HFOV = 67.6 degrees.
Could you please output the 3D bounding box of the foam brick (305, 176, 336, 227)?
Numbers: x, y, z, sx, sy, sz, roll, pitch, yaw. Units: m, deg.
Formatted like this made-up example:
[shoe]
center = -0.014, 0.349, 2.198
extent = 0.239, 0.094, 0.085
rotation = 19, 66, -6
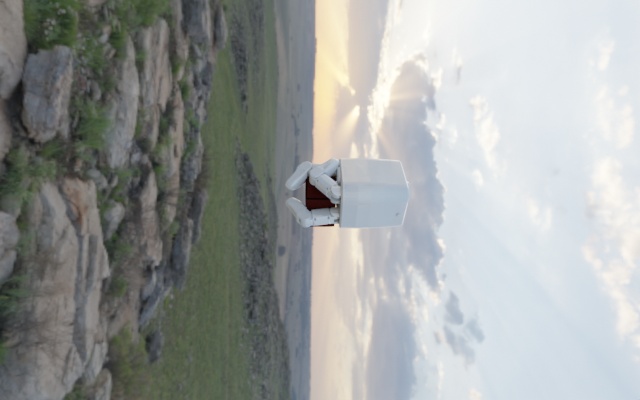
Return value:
[foam brick]
center = 0.000, 0.003, 0.817
extent = 0.051, 0.053, 0.078
rotation = 0, -38, -1
